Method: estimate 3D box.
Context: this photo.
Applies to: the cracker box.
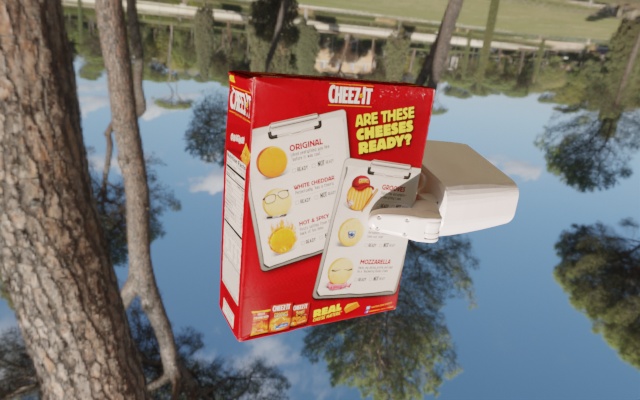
[{"bbox_3d":[0.000,0.002,0.419,0.164,0.214,0.072,-4,20,-29],"label":"cracker box"}]
